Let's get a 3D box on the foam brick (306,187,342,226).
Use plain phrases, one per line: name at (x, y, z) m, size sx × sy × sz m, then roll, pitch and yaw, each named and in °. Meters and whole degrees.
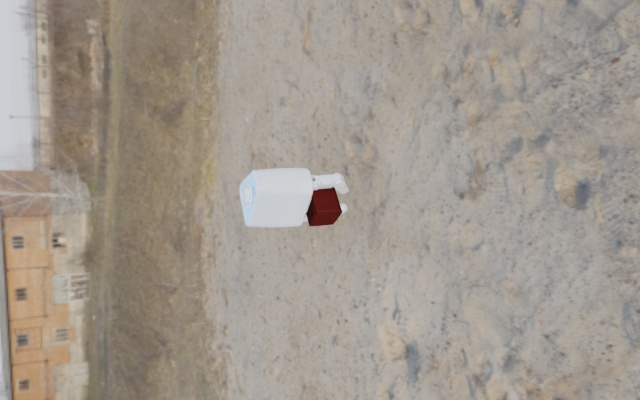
foam brick at (0.000, 0.003, 0.898) m, size 0.051 × 0.078 × 0.053 m, roll -4°, pitch -30°, yaw -23°
